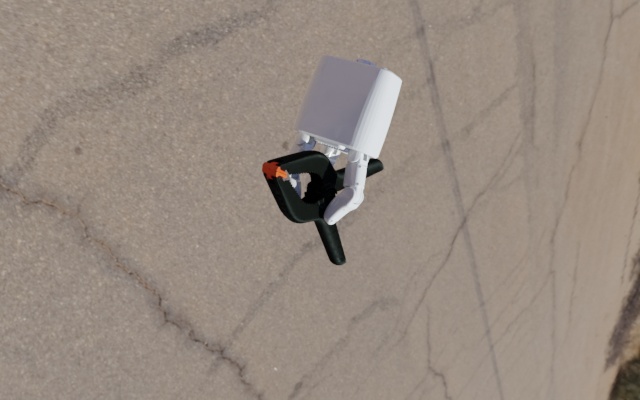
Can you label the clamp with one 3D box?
[{"bbox_3d":[0.000,0.002,0.629,0.036,0.164,0.210,18,2,40],"label":"clamp"}]
